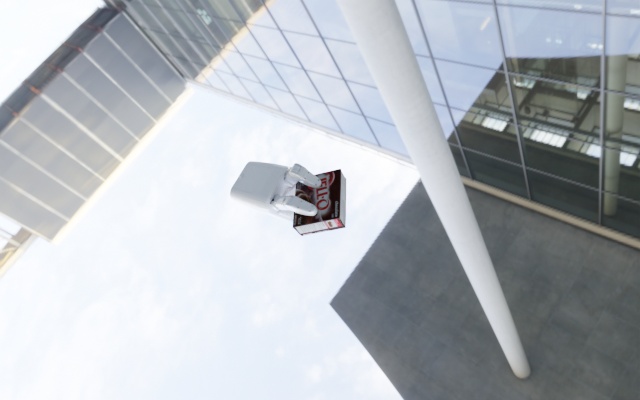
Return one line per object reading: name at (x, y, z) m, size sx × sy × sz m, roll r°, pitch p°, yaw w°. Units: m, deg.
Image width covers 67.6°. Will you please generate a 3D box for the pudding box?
pudding box at (0.000, 0.003, 0.861) m, size 0.090 × 0.113 × 0.039 m, roll -13°, pitch -37°, yaw 20°
